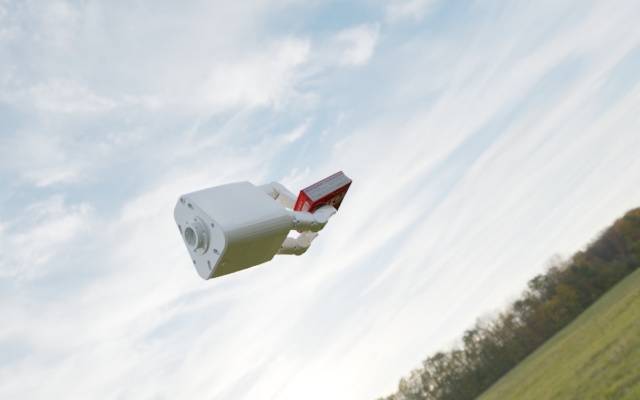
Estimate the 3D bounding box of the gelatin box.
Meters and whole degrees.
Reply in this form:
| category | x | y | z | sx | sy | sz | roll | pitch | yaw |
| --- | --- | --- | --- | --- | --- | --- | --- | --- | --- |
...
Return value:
| category | x | y | z | sx | sy | sz | roll | pitch | yaw |
| --- | --- | --- | --- | --- | --- | --- | --- | --- | --- |
| gelatin box | 0.000 | 0.002 | 0.713 | 0.089 | 0.030 | 0.073 | -29 | -25 | -38 |
